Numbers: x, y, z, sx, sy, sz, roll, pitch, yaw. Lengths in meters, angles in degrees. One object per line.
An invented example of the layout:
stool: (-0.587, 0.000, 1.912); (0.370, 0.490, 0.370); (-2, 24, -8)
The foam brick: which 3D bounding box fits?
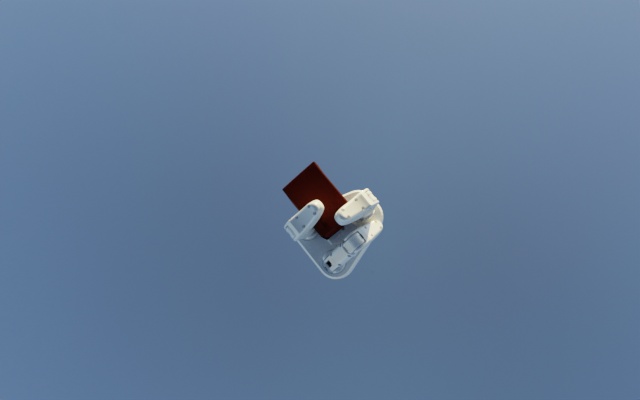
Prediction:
foam brick: (0.000, 0.002, 0.581); (0.053, 0.078, 0.051); (-39, -10, 1)
